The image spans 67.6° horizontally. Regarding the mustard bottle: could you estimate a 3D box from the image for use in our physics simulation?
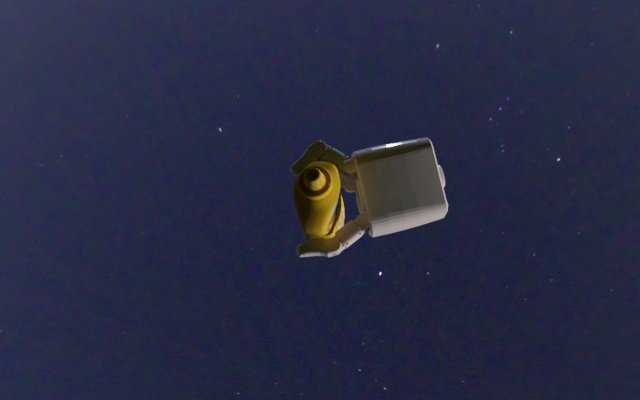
[{"bbox_3d":[0.000,0.002,0.638,0.058,0.096,0.192,10,-18,8],"label":"mustard bottle"}]
